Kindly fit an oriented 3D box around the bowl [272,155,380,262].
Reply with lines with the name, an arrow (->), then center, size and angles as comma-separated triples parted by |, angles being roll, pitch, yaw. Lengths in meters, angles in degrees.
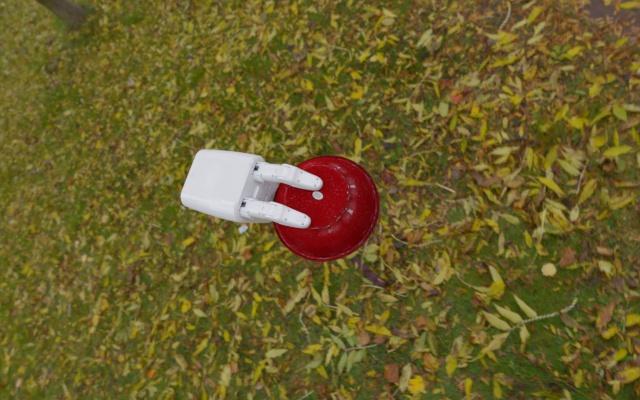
bowl -> 0.001, 0.002, 0.670 | 0.162, 0.162, 0.055 | 0, -17, 14
